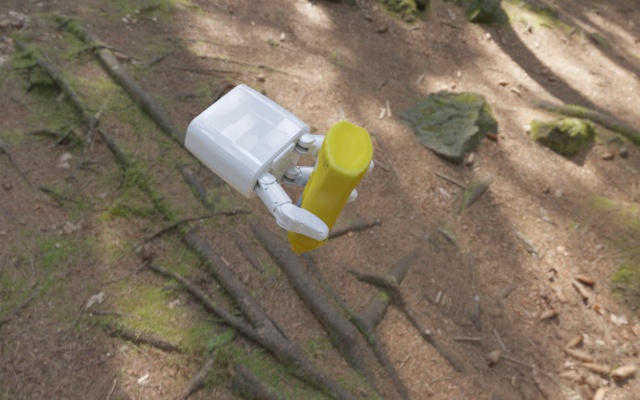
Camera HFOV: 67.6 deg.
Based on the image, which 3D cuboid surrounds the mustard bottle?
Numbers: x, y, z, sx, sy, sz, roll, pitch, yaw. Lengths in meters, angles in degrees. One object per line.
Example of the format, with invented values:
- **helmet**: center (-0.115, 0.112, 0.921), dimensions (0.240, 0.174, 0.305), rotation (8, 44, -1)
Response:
- **mustard bottle**: center (0.000, 0.002, 0.586), dimensions (0.058, 0.192, 0.096), rotation (20, 42, -8)
